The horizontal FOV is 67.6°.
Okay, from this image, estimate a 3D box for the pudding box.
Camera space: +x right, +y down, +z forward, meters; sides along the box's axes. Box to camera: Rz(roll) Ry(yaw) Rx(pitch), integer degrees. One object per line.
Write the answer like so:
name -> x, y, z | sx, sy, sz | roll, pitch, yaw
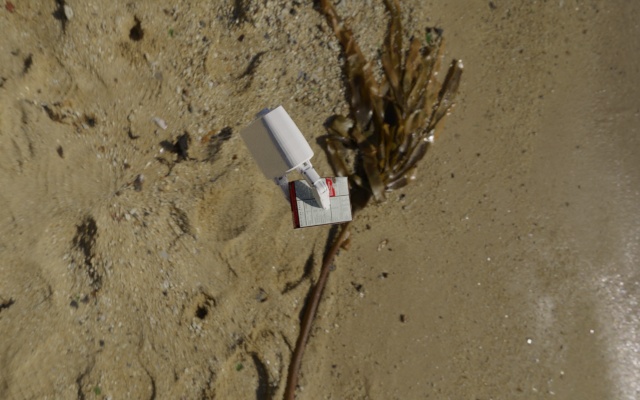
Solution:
pudding box -> 0.000, 0.003, 0.892 | 0.113, 0.090, 0.039 | -6, -1, -21
